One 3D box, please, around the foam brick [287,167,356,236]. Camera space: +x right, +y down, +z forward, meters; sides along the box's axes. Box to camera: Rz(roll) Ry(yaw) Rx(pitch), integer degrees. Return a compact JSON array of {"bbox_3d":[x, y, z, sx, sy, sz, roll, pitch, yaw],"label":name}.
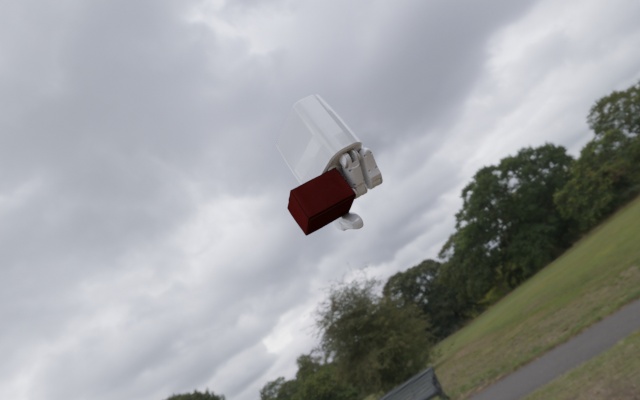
[{"bbox_3d":[0.000,0.002,0.657,0.078,0.051,0.053,-28,-21,-23],"label":"foam brick"}]
